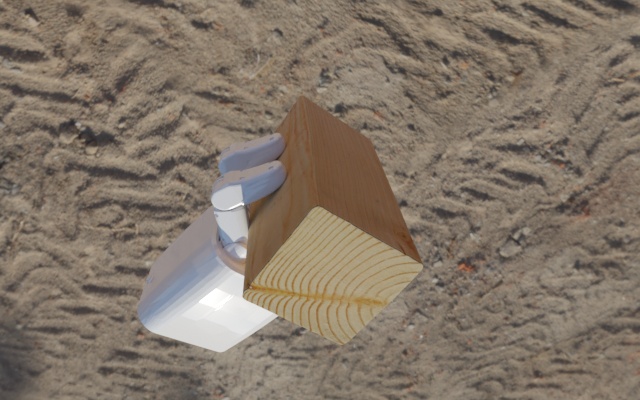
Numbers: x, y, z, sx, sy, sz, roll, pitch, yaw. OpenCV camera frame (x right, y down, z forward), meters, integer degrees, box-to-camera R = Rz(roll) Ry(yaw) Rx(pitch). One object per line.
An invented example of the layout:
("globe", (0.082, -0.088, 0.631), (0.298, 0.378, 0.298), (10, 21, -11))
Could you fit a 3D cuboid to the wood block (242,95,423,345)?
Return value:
("wood block", (0.000, 0.002, 0.402), (0.091, 0.090, 0.206), (31, 24, -21))
